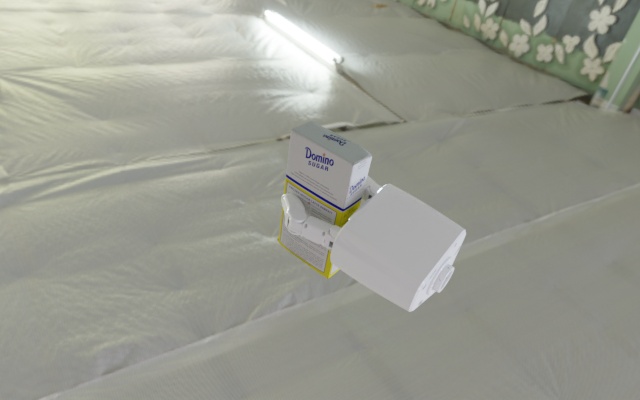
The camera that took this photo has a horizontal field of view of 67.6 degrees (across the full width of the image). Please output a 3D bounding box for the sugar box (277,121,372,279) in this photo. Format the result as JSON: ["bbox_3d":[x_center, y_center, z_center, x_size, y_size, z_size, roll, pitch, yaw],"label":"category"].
[{"bbox_3d":[0.001,0.002,0.585,0.093,0.176,0.048,32,40,25],"label":"sugar box"}]
